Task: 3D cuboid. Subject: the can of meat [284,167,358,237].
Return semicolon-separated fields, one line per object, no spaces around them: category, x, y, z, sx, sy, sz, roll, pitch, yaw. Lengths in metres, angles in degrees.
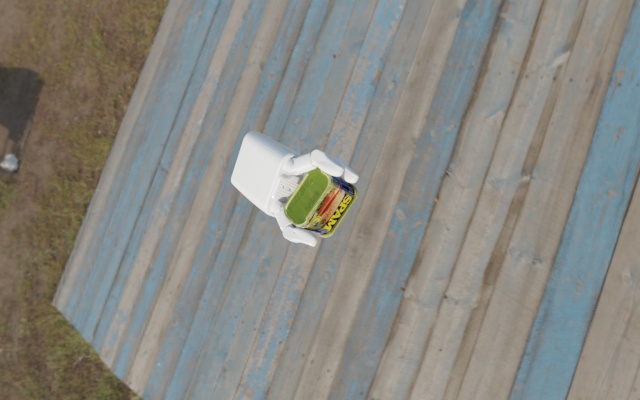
can of meat;0.000;0.003;0.769;0.057;0.102;0.084;39;8;34
